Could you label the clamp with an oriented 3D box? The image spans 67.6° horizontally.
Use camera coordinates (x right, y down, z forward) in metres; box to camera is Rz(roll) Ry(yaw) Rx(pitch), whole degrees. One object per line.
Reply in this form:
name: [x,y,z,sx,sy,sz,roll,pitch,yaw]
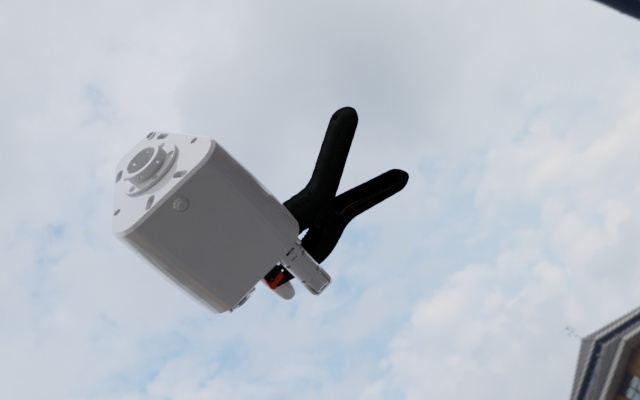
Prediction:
clamp: [0.000,0.001,0.427,0.039,0.171,0.120,36,-11,50]
